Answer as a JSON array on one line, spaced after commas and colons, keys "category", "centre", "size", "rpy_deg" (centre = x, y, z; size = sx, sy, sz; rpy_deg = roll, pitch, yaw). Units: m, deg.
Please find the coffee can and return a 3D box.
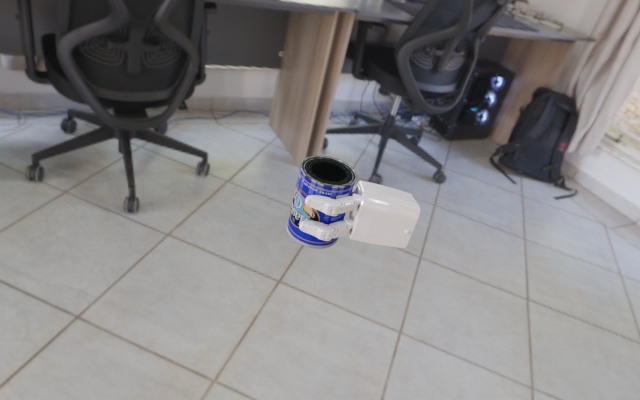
[{"category": "coffee can", "centre": [0.000, 0.003, 0.878], "size": [0.103, 0.140, 0.102], "rpy_deg": [10, 34, -7]}]
